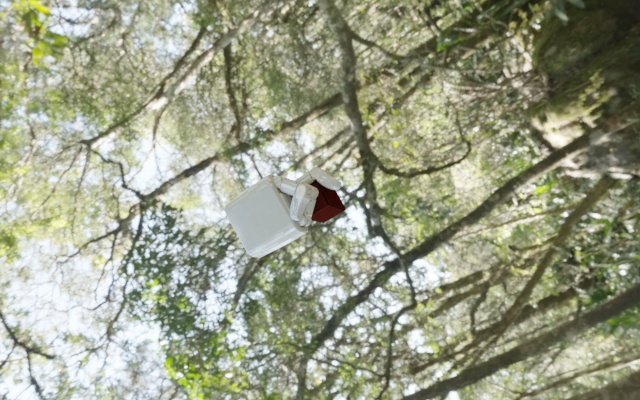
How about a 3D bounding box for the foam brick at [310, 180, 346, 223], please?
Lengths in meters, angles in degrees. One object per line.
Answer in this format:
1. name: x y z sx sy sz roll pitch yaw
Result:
1. foam brick: 0.000 0.003 0.860 0.051 0.053 0.078 -33 -21 17
